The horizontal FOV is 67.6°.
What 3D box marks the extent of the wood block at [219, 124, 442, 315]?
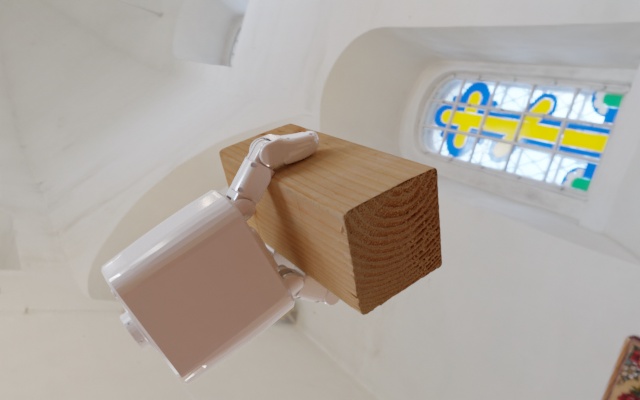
[{"bbox_3d":[0.000,0.001,0.429,0.090,0.091,0.206,-25,30,-27],"label":"wood block"}]
